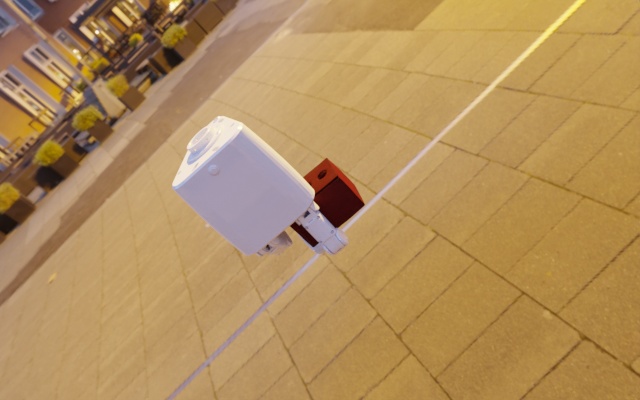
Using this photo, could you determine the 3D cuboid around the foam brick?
[{"bbox_3d":[0.000,0.002,0.529,0.078,0.051,0.053,-40,27,8],"label":"foam brick"}]
